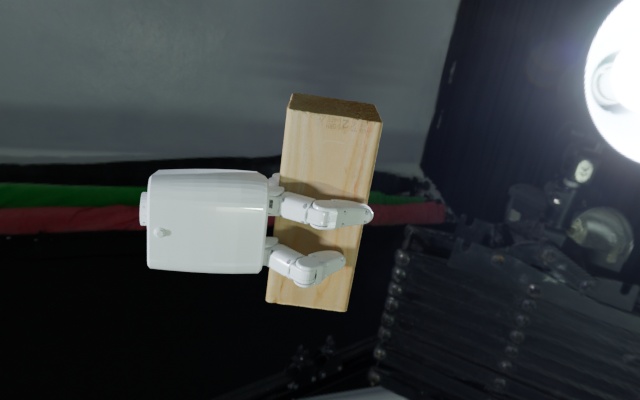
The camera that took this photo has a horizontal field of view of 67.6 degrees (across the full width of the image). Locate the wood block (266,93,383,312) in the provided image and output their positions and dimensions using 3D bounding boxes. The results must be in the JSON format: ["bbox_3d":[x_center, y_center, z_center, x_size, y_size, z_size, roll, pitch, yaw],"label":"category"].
[{"bbox_3d":[0.000,0.002,0.505,0.090,0.206,0.090,8,23,-3],"label":"wood block"}]
